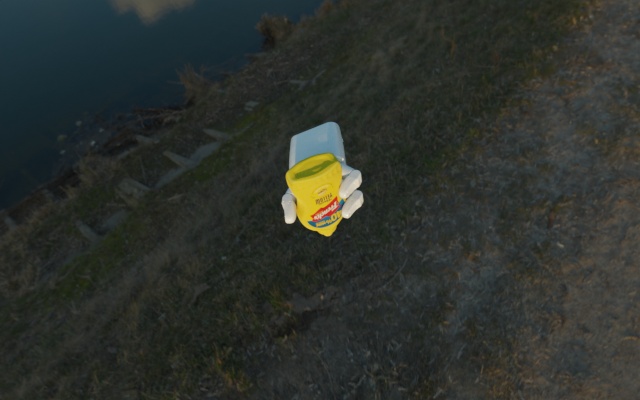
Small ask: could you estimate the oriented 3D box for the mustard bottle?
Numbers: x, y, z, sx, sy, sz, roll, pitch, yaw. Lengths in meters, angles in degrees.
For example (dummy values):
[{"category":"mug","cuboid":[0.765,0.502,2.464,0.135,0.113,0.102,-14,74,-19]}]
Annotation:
[{"category":"mustard bottle","cuboid":[0.000,0.003,0.889,0.096,0.192,0.058,-27,50,-11]}]
